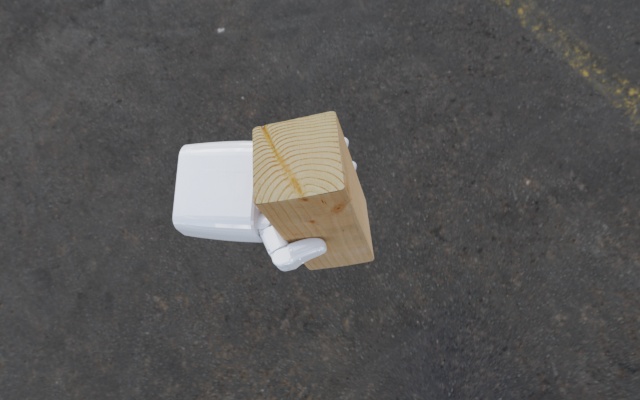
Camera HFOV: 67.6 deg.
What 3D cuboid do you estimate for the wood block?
[{"bbox_3d":[0.000,0.002,0.547,0.090,0.090,0.206,-10,-27,10],"label":"wood block"}]
